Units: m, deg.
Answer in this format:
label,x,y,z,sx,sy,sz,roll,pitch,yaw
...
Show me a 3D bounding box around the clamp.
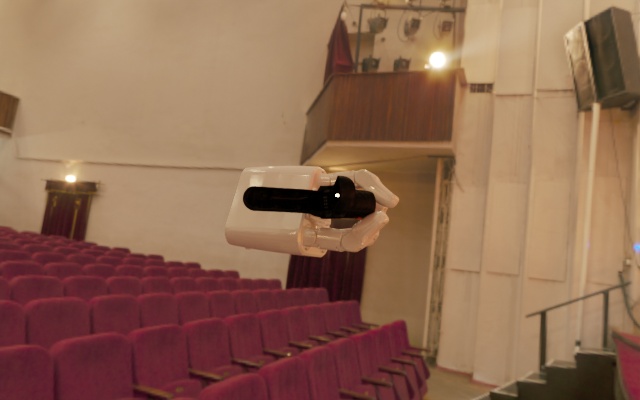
label,x,y,z,sx,sy,sz,roll,pitch,yaw
clamp,0.000,0.001,0.518,0.120,0.039,0.171,2,-8,21
